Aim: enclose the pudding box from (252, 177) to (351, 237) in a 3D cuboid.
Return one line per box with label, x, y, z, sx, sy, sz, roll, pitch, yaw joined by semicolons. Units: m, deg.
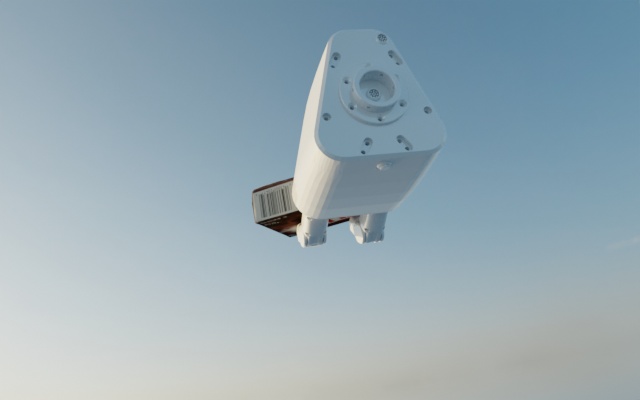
pudding box;0.000;0.001;0.482;0.113;0.039;0.090;-14;-18;15
